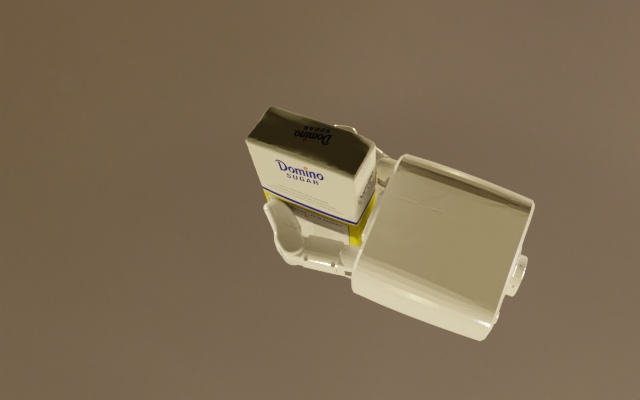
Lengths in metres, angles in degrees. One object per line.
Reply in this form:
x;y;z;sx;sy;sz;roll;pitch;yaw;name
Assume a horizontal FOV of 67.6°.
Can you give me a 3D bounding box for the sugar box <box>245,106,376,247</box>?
0.000;0.001;0.421;0.093;0.048;0.176;21;-30;17;sugar box
